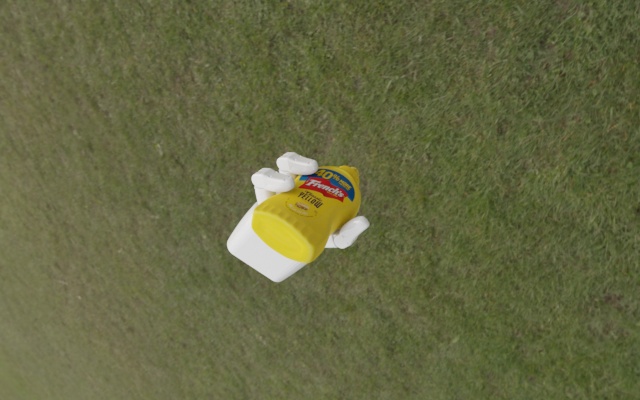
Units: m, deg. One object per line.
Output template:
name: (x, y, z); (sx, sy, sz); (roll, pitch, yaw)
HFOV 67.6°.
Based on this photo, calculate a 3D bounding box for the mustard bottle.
mustard bottle: (0.000, 0.002, 0.647); (0.096, 0.058, 0.191); (29, 41, 18)
